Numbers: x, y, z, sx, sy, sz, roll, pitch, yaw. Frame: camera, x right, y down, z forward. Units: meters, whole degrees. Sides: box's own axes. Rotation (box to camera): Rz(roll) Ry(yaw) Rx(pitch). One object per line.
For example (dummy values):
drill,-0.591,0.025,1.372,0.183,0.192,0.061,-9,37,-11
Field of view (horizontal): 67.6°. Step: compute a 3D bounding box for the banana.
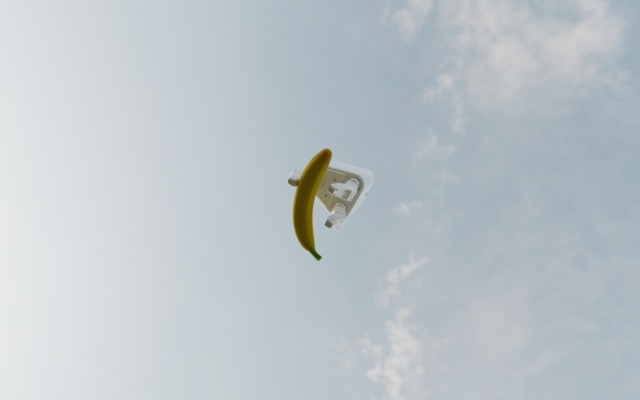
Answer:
banana,-0.017,0.003,0.845,0.069,0.198,0.037,9,12,24
